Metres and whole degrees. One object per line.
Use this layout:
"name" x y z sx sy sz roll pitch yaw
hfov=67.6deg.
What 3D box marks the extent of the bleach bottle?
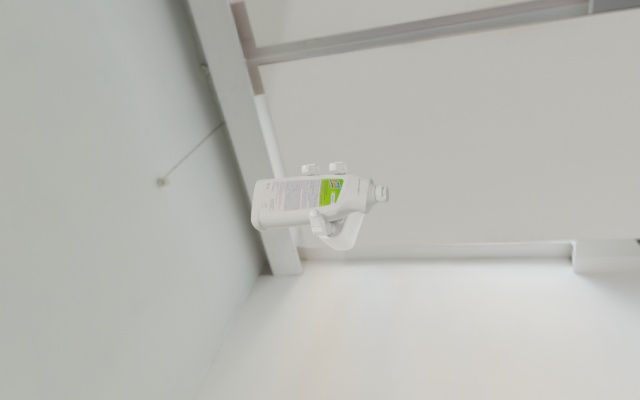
"bleach bottle" 0.000 0.003 0.887 0.251 0.102 0.068 -3 -21 18
